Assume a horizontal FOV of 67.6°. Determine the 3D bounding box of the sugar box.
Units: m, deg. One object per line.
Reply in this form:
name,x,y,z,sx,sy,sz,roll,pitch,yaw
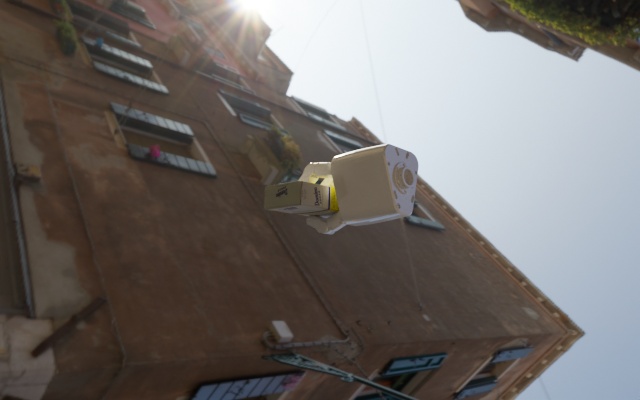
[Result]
sugar box,0.000,0.002,0.816,0.093,0.048,0.176,-7,-15,44
